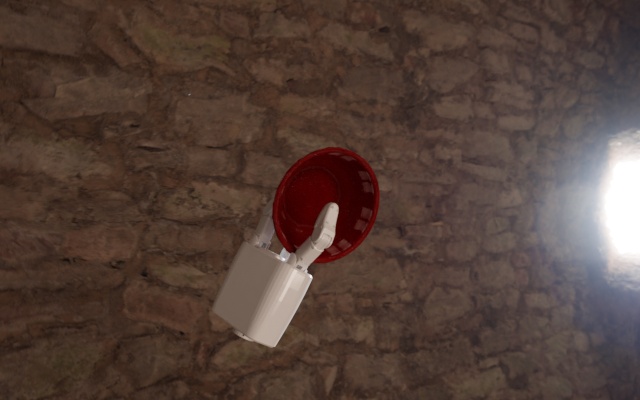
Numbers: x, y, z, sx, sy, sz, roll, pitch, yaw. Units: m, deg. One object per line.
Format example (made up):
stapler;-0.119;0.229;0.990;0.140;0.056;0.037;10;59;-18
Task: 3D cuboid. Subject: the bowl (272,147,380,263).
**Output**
bowl;0.001;0.001;0.660;0.162;0.162;0.055;0;15;-27
